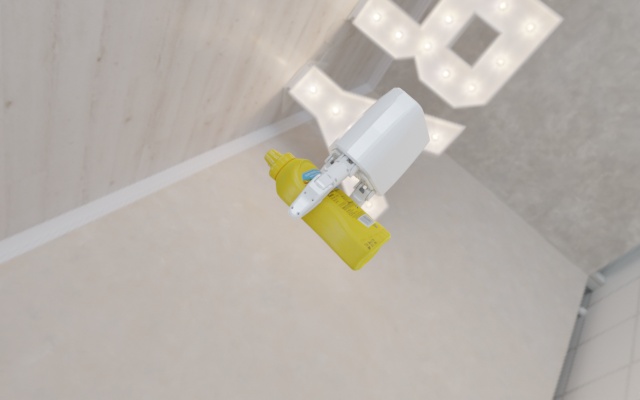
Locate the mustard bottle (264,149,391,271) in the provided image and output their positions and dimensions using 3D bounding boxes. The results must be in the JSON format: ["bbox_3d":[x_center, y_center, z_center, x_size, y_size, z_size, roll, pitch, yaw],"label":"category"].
[{"bbox_3d":[0.000,0.002,0.613,0.191,0.058,0.096,44,24,11],"label":"mustard bottle"}]
